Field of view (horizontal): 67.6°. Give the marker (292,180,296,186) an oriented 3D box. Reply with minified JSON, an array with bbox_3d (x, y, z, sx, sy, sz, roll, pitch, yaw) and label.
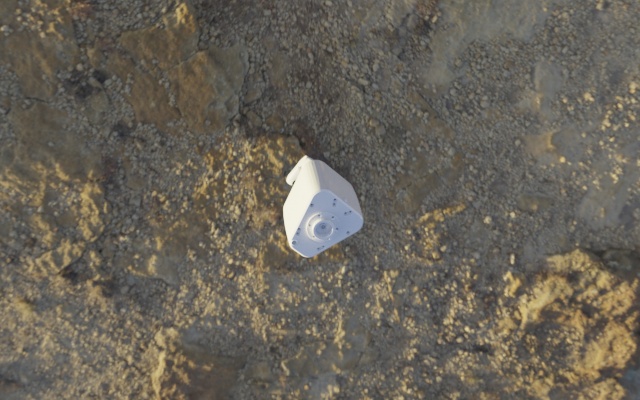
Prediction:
[{"bbox_3d":[0.000,0.003,0.822,0.121,0.020,0.020,36,-15,-22],"label":"marker"}]
